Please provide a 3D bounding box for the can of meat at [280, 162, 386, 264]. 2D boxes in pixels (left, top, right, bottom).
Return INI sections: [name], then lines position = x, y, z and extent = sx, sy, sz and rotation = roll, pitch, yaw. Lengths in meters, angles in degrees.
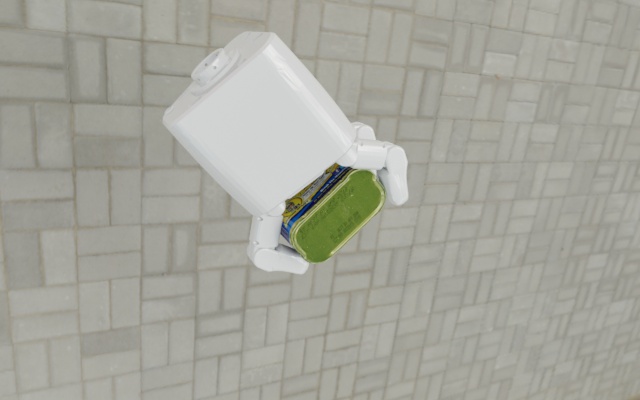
[can of meat]
position = 0.000, 0.002, 0.450
extent = 0.057, 0.102, 0.084
rotation = 49, -6, -31
